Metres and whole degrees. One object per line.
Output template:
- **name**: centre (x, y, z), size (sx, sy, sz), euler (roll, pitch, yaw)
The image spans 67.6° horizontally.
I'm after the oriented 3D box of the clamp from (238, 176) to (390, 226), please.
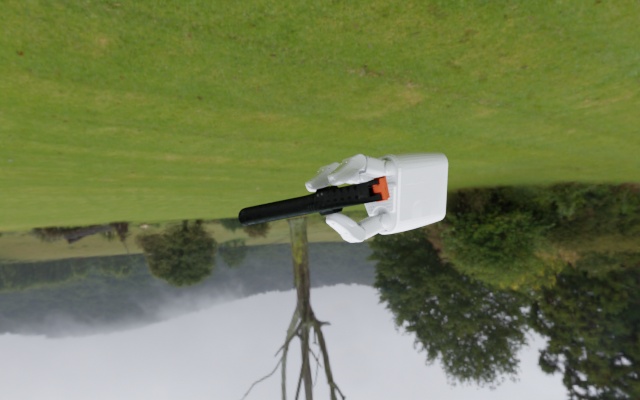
- **clamp**: centre (0.001, 0.003, 0.623), size (0.164, 0.036, 0.210), euler (-12, 0, -34)
